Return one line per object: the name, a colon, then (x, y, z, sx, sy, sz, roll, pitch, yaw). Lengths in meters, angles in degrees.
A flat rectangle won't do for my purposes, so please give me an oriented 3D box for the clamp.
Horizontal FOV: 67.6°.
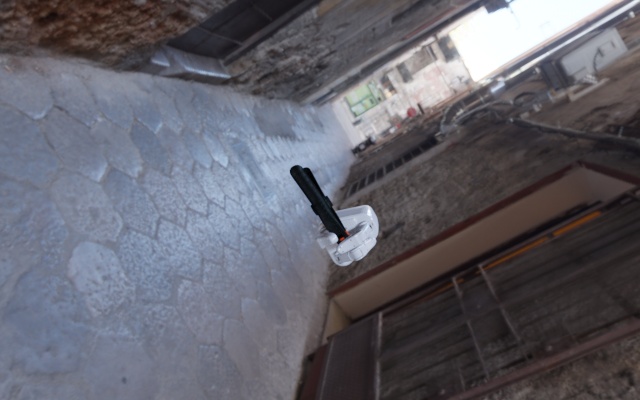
clamp: (0.001, 0.003, 0.898, 0.039, 0.171, 0.120, -29, 7, 13)
